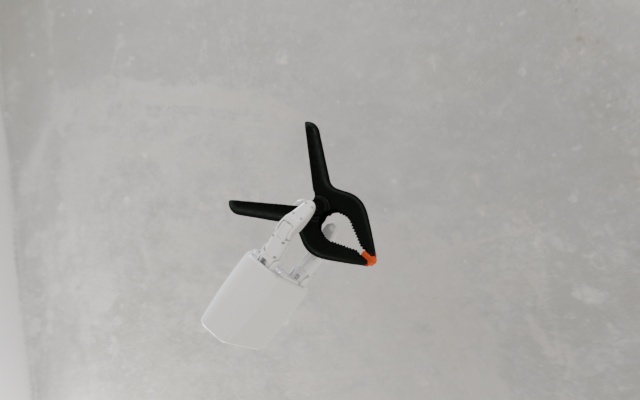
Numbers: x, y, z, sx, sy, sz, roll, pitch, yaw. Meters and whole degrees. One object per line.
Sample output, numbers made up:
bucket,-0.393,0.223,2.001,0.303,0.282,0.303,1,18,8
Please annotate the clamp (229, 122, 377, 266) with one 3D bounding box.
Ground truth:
clamp,0.000,0.002,0.631,0.210,0.164,0.036,36,-3,18
